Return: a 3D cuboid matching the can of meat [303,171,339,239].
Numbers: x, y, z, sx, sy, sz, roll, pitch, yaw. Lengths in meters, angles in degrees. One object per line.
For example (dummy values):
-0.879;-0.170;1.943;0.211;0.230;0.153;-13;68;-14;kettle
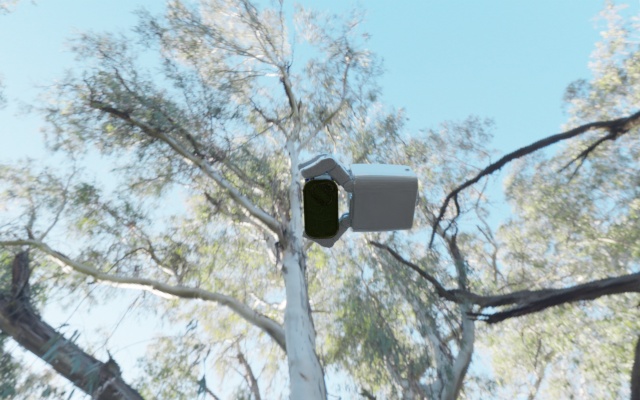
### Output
0.000;0.003;0.810;0.057;0.102;0.084;-2;18;-1;can of meat
